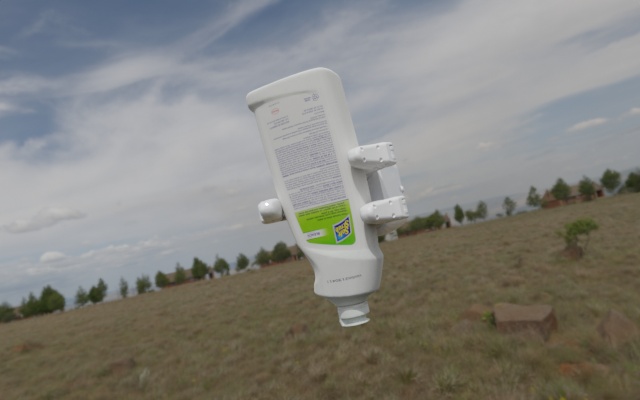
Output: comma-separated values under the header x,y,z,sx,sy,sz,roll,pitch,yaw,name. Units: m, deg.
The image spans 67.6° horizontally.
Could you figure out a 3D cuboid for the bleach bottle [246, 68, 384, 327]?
x,y,z,sx,sy,sz,roll,pitch,yaw,name
0.000,0.002,0.487,0.102,0.251,0.068,-15,-5,23,bleach bottle
